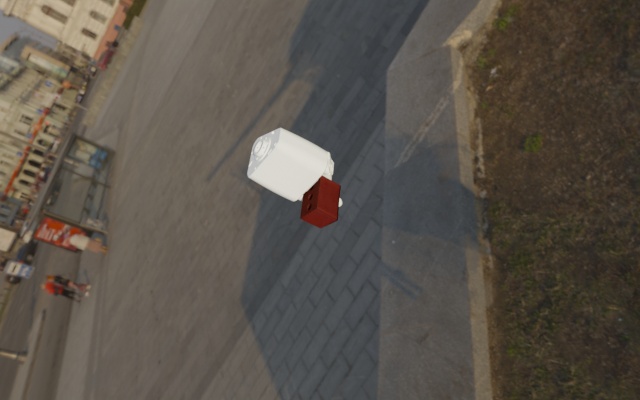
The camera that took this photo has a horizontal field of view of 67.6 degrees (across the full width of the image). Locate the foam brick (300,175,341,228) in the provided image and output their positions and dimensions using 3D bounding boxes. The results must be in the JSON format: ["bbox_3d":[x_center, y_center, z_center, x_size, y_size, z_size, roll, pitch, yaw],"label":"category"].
[{"bbox_3d":[0.000,0.003,0.891,0.051,0.078,0.053,27,-38,-30],"label":"foam brick"}]
